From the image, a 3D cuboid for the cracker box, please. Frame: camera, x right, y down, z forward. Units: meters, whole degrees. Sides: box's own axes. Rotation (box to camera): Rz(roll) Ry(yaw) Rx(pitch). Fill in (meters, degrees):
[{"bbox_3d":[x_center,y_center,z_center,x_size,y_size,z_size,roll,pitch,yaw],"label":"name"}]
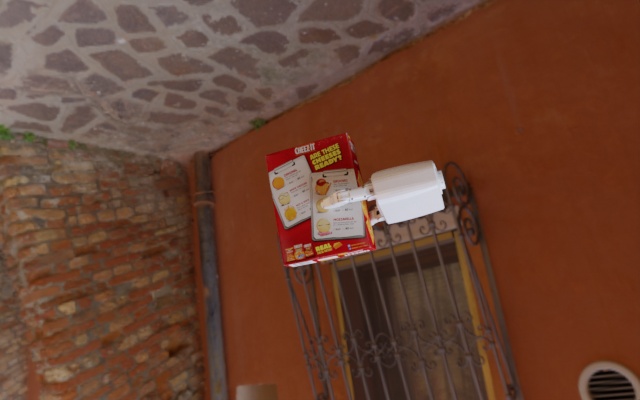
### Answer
[{"bbox_3d":[0.000,0.003,0.884,0.164,0.213,0.072,-14,-13,13],"label":"cracker box"}]
